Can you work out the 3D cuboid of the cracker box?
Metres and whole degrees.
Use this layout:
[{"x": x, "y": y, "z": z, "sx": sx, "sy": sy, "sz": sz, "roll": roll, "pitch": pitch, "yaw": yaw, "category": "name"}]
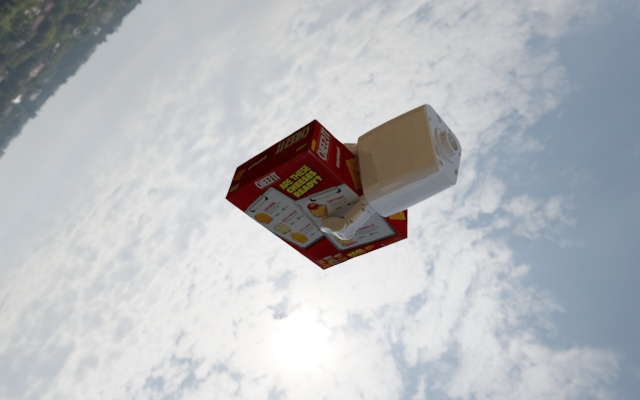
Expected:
[{"x": 0.000, "y": 0.002, "z": 0.690, "sx": 0.164, "sy": 0.072, "sz": 0.214, "roll": -26, "pitch": -52, "yaw": 34, "category": "cracker box"}]
